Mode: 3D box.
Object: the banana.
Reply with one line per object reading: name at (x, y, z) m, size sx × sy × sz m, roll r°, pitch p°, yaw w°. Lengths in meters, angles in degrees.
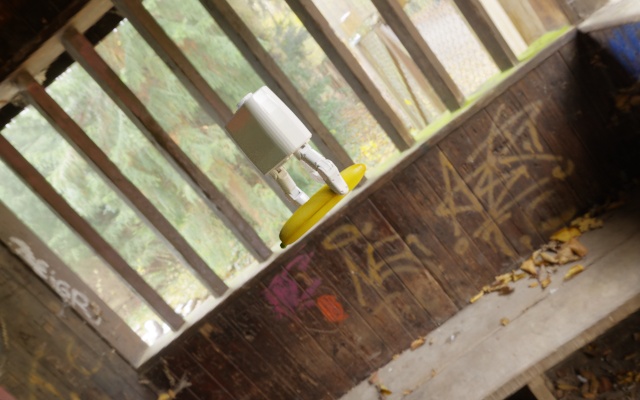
banana at (-0.002, 0.007, 0.767) m, size 0.198 × 0.037 × 0.069 m, roll -43°, pitch 4°, yaw 4°
